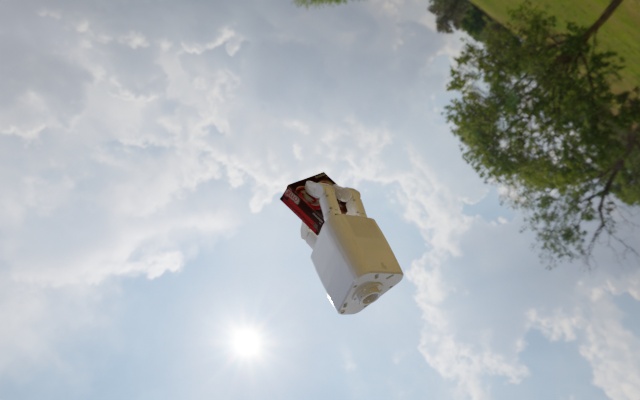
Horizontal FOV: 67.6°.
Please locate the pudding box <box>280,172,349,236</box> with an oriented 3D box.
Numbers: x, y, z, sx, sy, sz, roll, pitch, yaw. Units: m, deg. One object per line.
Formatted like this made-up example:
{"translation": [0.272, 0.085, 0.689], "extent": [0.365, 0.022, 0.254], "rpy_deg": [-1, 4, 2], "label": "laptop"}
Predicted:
{"translation": [0.000, 0.003, 0.792], "extent": [0.090, 0.039, 0.113], "rpy_deg": [44, 30, 14], "label": "pudding box"}
